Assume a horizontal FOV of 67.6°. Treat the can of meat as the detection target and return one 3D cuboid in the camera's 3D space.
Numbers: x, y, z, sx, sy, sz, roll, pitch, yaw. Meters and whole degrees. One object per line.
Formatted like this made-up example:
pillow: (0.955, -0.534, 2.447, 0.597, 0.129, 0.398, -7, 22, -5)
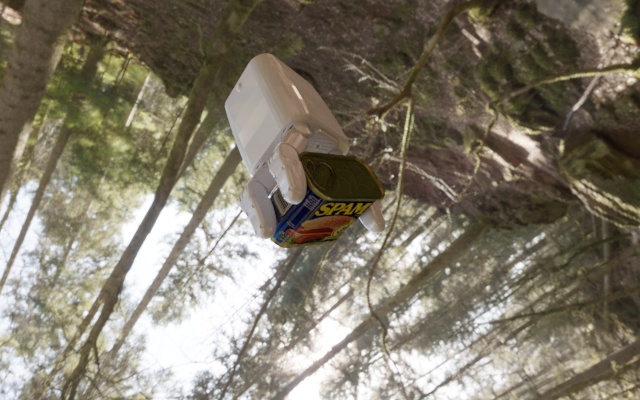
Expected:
can of meat: (0.000, 0.002, 0.482, 0.102, 0.057, 0.084, 0, -38, -45)
